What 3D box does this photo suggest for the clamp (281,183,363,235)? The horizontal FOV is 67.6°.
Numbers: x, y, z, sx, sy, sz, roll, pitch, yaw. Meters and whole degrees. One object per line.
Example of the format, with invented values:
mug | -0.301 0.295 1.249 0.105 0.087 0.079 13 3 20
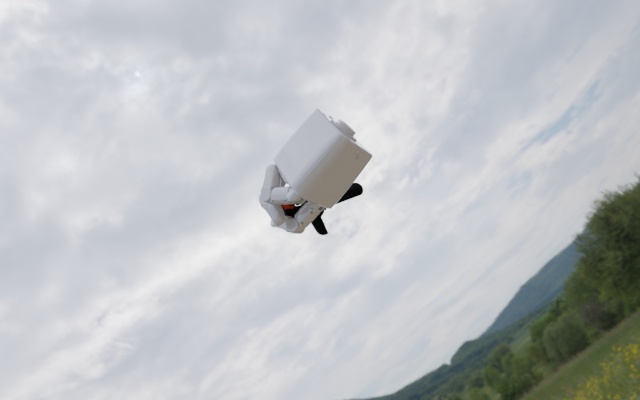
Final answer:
clamp | 0.000 0.002 0.802 0.039 0.120 0.171 45 13 29
